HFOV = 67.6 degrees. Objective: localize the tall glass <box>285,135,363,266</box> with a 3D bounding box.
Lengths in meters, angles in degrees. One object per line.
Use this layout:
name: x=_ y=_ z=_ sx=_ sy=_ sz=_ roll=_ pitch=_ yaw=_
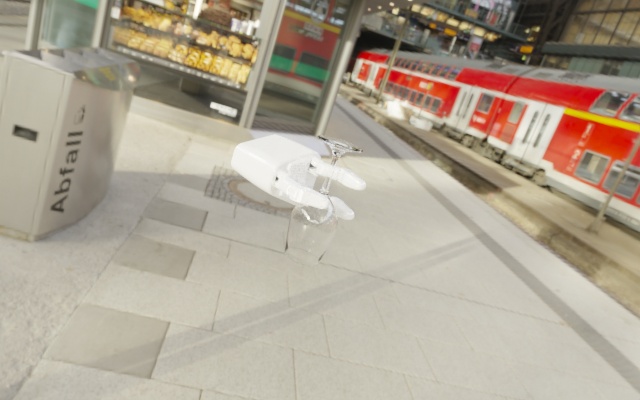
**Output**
tall glass: x=0.000 y=0.002 z=0.763 sx=0.079 sy=0.201 sz=0.079 roll=17 pitch=16 yaw=-5
